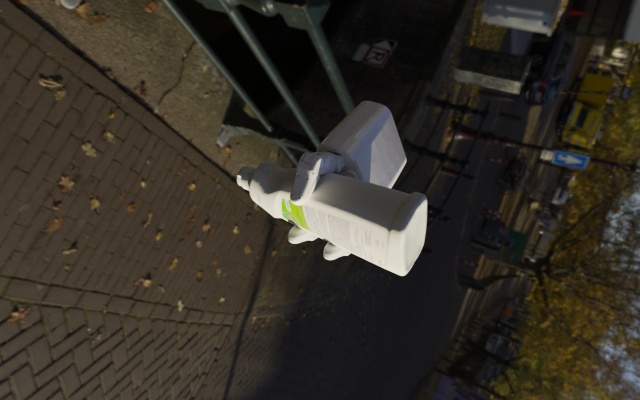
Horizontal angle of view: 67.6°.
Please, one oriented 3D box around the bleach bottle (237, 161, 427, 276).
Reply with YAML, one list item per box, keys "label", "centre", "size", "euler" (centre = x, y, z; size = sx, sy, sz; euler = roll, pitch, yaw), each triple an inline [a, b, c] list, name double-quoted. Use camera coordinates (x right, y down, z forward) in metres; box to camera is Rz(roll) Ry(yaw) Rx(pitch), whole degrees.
- label: "bleach bottle"
  centre: [0.000, 0.002, 0.580]
  size: [0.251, 0.103, 0.068]
  euler: [21, 54, 26]
